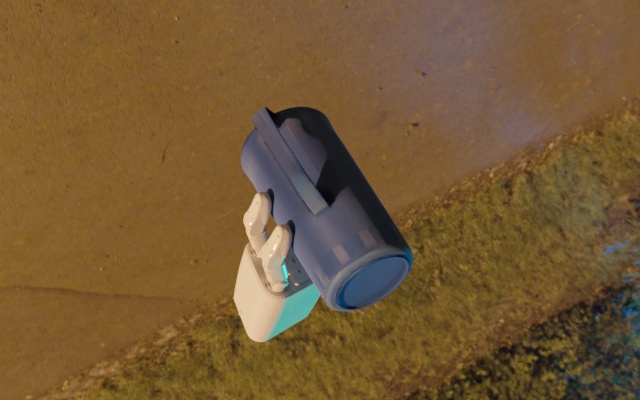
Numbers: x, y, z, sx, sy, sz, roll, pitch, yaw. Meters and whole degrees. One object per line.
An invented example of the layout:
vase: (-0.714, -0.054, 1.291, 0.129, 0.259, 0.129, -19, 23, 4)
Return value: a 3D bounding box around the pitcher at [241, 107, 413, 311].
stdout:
pitcher: (0.000, 0.002, 0.568, 0.149, 0.145, 0.242, -4, 45, -33)
